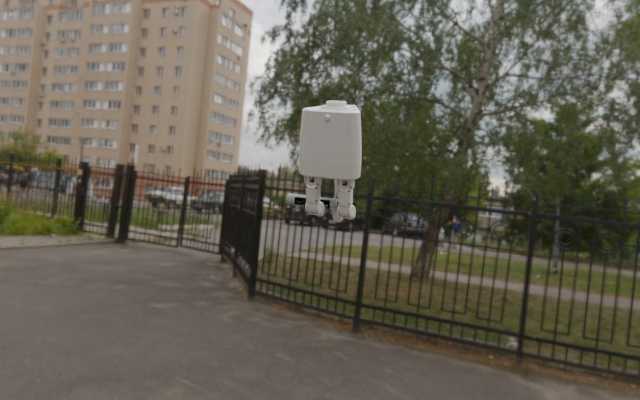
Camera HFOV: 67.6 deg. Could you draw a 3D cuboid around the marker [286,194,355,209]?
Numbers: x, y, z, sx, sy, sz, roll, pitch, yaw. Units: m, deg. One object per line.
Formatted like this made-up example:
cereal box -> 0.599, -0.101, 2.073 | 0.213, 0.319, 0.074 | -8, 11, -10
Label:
marker -> 0.000, 0.003, 0.831 | 0.121, 0.020, 0.020 | 6, 2, 16
